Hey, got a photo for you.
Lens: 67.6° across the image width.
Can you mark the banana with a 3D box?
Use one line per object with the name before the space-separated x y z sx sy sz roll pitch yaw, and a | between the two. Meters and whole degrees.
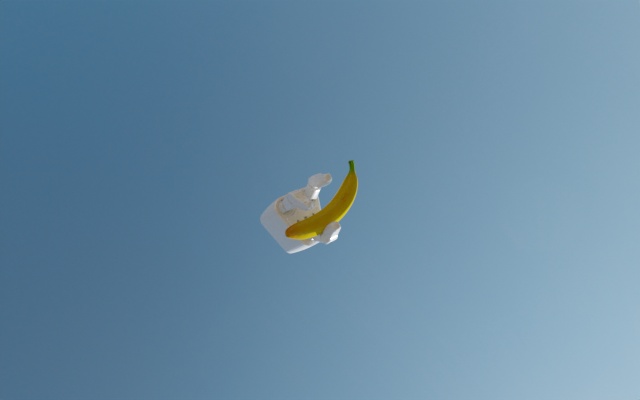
banana | 0.014 0.014 0.883 0.197 0.070 0.037 -49 21 -24
